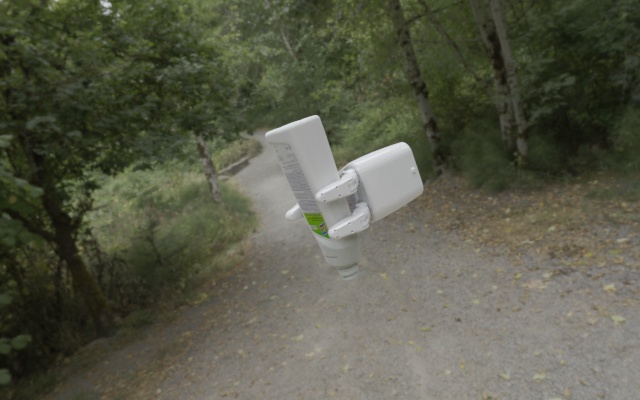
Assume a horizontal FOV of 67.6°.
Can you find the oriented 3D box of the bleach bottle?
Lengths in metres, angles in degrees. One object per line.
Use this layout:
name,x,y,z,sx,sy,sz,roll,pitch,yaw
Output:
bleach bottle,0.000,0.002,0.727,0.068,0.251,0.102,-26,12,-24
